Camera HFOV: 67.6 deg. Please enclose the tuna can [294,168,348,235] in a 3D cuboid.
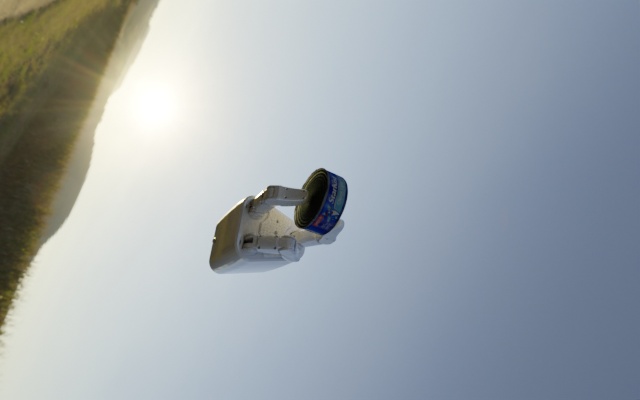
[{"bbox_3d":[0.001,0.002,0.635,0.034,0.086,0.086,23,-10,-24],"label":"tuna can"}]
